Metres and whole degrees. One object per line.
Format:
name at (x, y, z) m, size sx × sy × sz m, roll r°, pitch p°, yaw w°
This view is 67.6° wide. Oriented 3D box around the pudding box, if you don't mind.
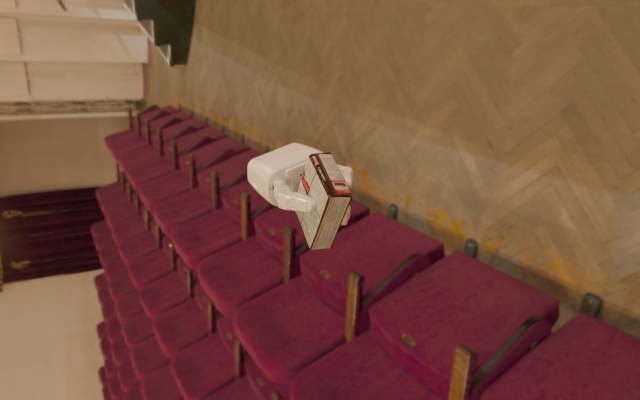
pudding box at (0.000, 0.002, 0.680) m, size 0.039 × 0.090 × 0.114 m, roll -6°, pitch -42°, yaw -23°
